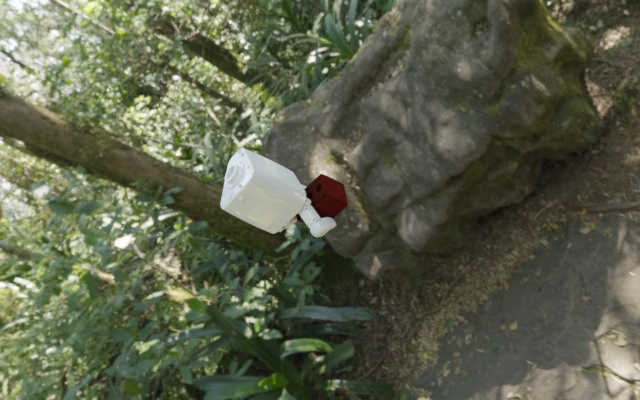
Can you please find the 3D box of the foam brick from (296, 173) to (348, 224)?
[{"bbox_3d":[0.000,0.002,0.819,0.051,0.053,0.078,27,-56,-33],"label":"foam brick"}]
